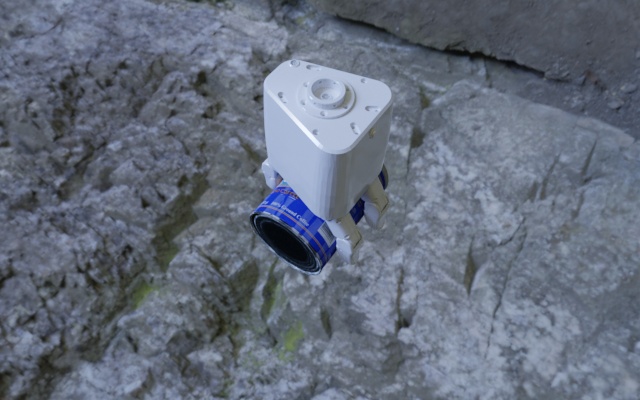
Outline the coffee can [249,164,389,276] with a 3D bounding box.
[{"bbox_3d":[0.000,0.002,0.562,0.103,0.103,0.140,0,44,54],"label":"coffee can"}]
